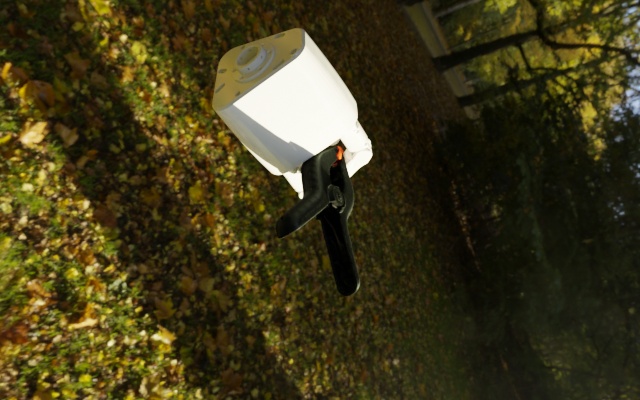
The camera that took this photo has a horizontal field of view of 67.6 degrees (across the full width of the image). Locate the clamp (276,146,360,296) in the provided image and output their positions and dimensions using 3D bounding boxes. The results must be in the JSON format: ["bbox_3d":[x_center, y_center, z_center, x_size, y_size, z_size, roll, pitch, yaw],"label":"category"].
[{"bbox_3d":[0.001,0.001,0.494,0.039,0.171,0.120,-20,-41,22],"label":"clamp"}]
